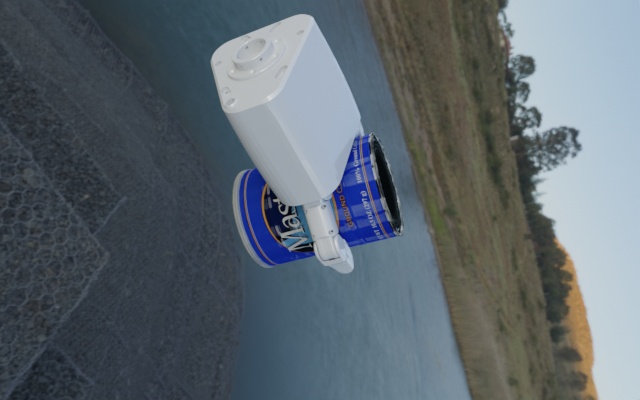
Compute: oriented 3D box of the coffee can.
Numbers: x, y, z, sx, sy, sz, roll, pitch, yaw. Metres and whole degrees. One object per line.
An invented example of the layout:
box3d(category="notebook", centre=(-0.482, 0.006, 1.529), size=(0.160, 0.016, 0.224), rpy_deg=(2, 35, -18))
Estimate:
box3d(category="coffee can", centre=(0.000, 0.002, 0.470), size=(0.140, 0.103, 0.103), rpy_deg=(-15, -4, 16))
